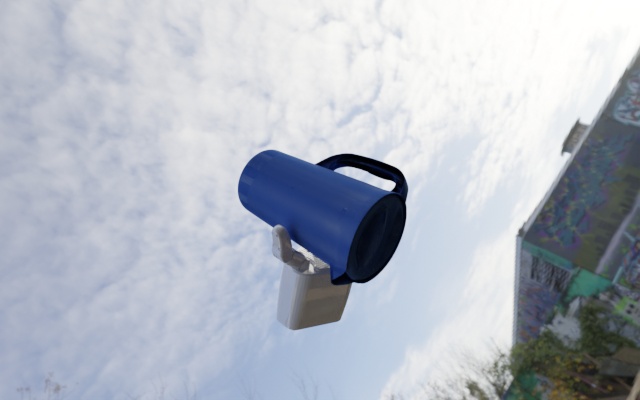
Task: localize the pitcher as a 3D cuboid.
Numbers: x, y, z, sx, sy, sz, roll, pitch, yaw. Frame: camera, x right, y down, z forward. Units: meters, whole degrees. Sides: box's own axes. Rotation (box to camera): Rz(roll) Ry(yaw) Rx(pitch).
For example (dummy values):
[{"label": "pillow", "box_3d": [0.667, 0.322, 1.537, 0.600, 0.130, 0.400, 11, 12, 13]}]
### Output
[{"label": "pitcher", "box_3d": [0.000, 0.002, 0.702, 0.242, 0.145, 0.149, 27, 28, 34]}]
